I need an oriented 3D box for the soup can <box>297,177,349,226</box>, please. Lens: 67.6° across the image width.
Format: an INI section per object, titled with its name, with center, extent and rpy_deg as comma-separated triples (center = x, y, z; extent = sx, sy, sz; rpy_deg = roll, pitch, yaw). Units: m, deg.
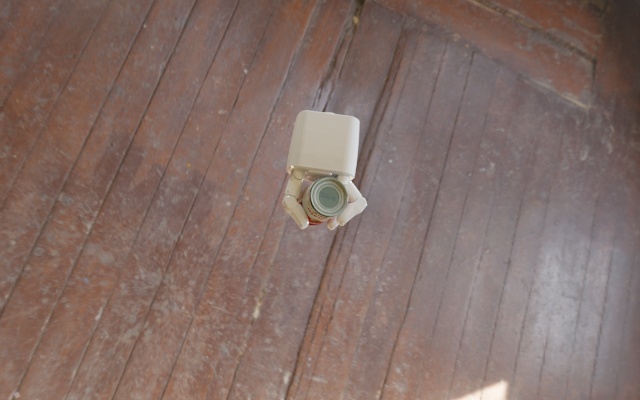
[soup can]
center = 0.000, 0.003, 0.811
extent = 0.068, 0.068, 0.102
rpy_deg = 0, -10, -17
